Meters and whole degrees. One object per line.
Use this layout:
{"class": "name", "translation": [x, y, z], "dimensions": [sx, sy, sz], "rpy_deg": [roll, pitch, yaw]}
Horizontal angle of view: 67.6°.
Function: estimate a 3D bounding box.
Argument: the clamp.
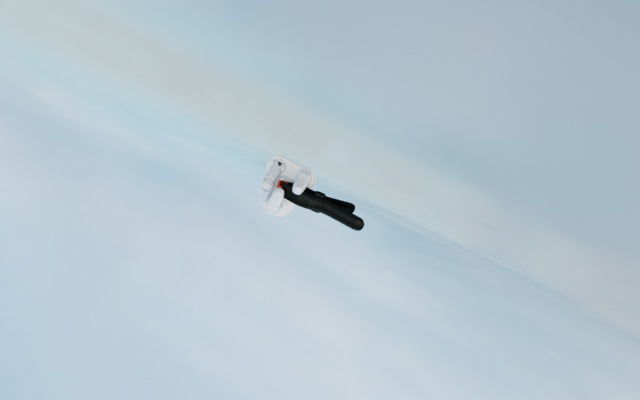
{"class": "clamp", "translation": [0.000, 0.003, 0.885], "dimensions": [0.171, 0.039, 0.120], "rpy_deg": [26, 6, -2]}
